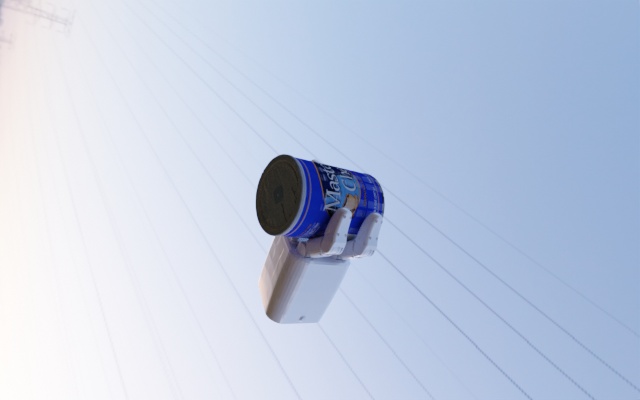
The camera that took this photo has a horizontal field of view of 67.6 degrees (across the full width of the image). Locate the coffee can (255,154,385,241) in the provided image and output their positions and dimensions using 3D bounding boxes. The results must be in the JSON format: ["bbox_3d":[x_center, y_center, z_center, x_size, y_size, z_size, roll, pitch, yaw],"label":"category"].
[{"bbox_3d":[0.000,0.002,0.633,0.140,0.103,0.103,10,-6,-38],"label":"coffee can"}]
